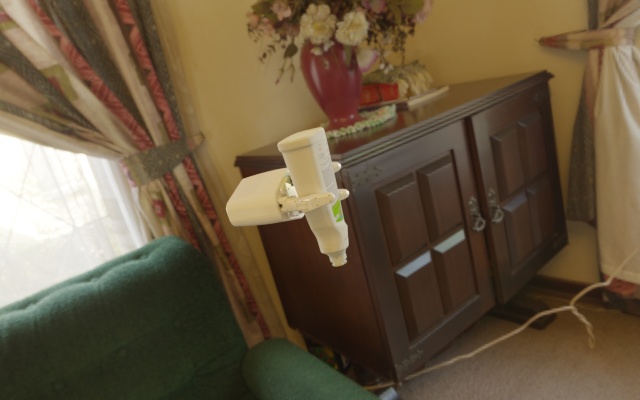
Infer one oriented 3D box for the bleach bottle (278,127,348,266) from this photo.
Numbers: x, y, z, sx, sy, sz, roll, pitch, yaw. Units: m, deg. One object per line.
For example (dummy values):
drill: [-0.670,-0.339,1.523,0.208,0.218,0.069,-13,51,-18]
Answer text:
bleach bottle: [0.000,0.003,0.852,0.068,0.251,0.102,-9,16,23]
